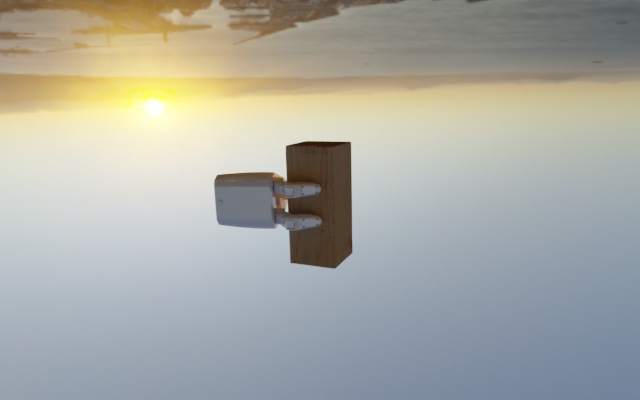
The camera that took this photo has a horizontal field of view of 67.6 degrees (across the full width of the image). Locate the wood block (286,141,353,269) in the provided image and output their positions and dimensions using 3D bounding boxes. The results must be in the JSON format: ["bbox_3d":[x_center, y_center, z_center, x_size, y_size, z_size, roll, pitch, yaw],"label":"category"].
[{"bbox_3d":[0.000,0.003,0.838,0.090,0.206,0.091,4,14,22],"label":"wood block"}]
